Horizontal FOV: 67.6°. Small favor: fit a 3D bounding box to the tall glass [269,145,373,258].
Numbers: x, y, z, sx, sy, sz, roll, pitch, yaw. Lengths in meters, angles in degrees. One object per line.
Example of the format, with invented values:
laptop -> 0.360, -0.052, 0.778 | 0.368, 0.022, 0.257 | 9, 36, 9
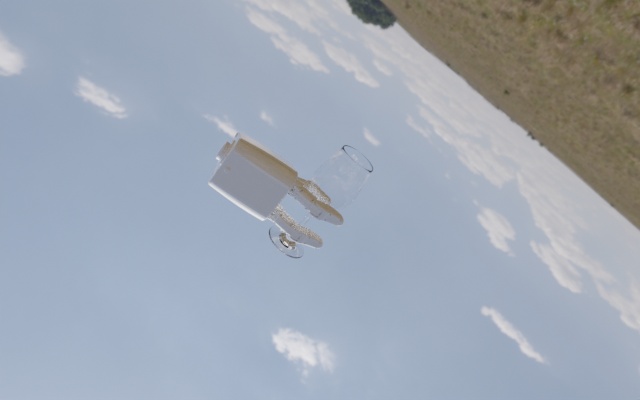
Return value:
tall glass -> 0.000, 0.003, 0.791 | 0.201, 0.079, 0.079 | -49, -24, 22
